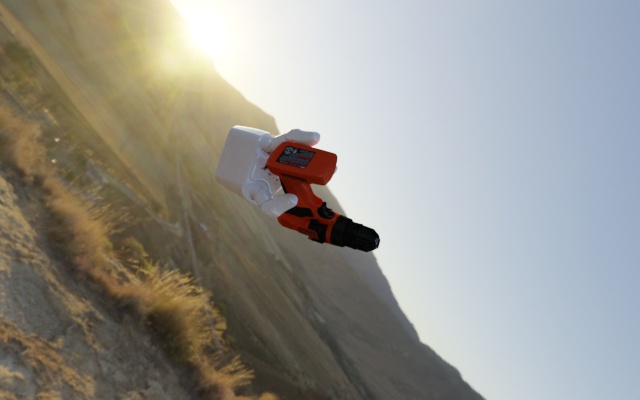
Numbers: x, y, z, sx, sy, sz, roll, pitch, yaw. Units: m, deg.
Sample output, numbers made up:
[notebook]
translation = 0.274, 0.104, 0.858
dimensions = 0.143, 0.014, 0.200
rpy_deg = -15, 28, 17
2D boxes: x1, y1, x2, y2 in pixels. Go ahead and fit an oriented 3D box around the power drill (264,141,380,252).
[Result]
[power drill]
translation = 0.000, 0.002, 0.739
dimensions = 0.184, 0.057, 0.188
rpy_deg = 15, -35, 23
